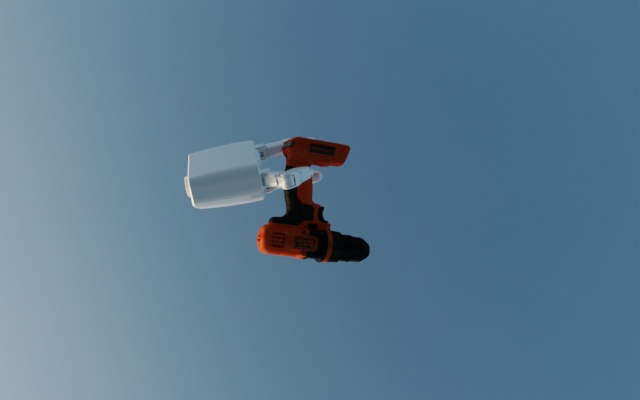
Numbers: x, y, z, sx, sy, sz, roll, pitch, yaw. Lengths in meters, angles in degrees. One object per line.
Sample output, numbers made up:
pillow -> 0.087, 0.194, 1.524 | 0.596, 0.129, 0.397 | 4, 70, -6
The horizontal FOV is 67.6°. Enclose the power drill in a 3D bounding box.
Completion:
power drill -> 0.000, 0.002, 0.751 | 0.184, 0.187, 0.057 | 9, -8, -22
